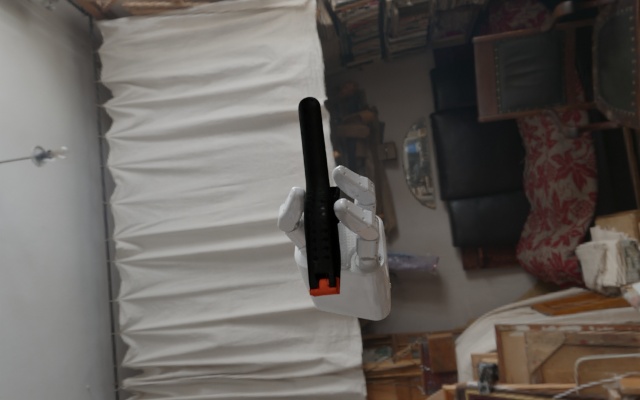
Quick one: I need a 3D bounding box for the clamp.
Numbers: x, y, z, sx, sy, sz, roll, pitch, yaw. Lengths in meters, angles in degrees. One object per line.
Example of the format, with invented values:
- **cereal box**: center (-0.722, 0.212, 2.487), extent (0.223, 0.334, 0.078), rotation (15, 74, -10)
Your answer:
- **clamp**: center (-0.001, 0.002, 0.515), extent (0.036, 0.165, 0.209), rotation (-8, 43, 8)
